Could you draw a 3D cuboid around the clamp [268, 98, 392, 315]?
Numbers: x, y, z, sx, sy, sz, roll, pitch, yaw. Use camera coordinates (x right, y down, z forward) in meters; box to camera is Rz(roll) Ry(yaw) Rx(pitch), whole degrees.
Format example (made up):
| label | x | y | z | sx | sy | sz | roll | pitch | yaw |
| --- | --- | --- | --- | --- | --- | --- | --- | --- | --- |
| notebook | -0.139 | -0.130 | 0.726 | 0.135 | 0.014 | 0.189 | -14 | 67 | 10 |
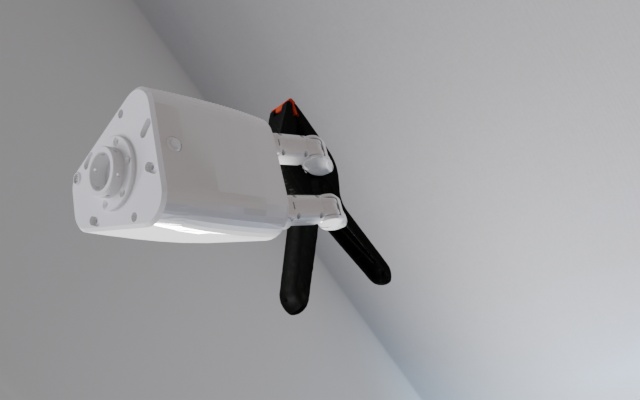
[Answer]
| label | x | y | z | sx | sy | sz | roll | pitch | yaw |
| --- | --- | --- | --- | --- | --- | --- | --- | --- | --- |
| clamp | -0.001 | 0.001 | 0.470 | 0.036 | 0.210 | 0.164 | -26 | -21 | 32 |
